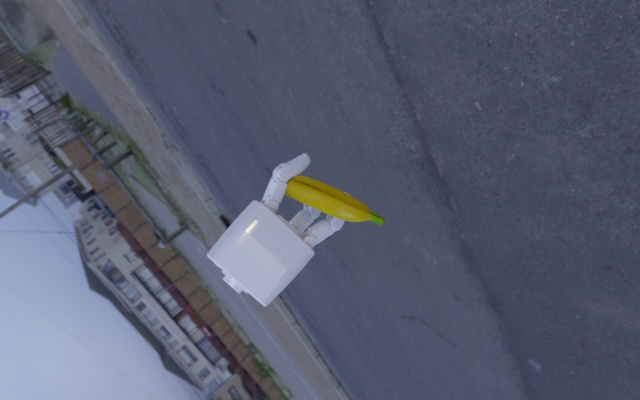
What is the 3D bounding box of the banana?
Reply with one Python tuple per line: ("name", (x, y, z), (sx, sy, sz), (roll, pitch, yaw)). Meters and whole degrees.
("banana", (-0.006, -0.005, 0.686), (0.197, 0.037, 0.070), (24, -13, 36))
